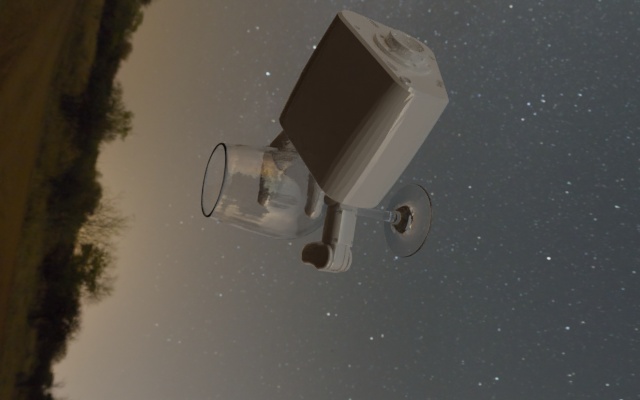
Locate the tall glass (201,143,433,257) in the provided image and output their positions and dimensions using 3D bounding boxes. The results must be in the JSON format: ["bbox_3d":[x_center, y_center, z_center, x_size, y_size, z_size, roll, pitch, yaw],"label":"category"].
[{"bbox_3d":[0.001,0.002,0.429,0.201,0.079,0.079,11,-5,-27],"label":"tall glass"}]
